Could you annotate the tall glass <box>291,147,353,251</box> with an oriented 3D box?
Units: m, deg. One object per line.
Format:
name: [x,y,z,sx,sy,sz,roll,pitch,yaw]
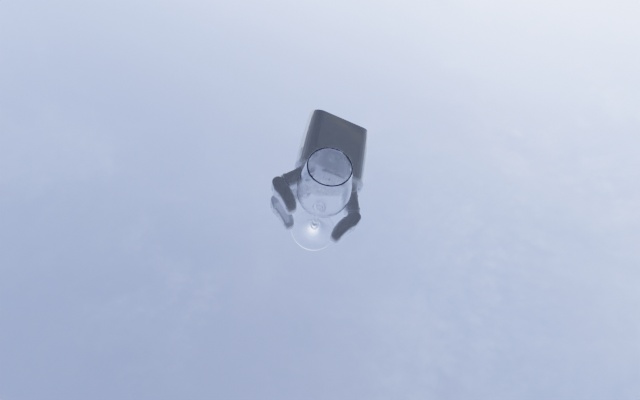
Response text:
tall glass: [0.000,0.003,0.713,0.079,0.079,0.201,0,-28,-8]
